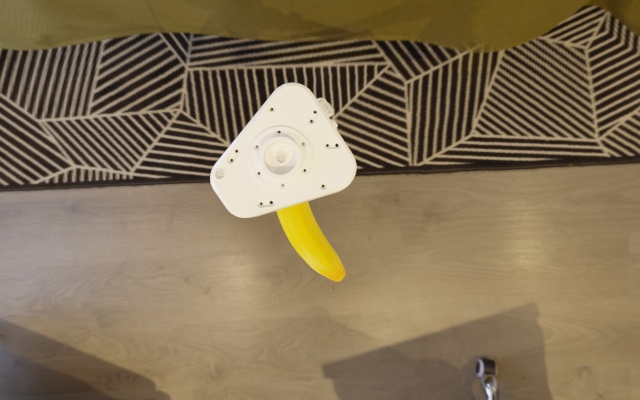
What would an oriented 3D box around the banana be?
[{"bbox_3d":[-0.019,0.001,0.547,0.069,0.198,0.037,-9,3,-3],"label":"banana"}]
